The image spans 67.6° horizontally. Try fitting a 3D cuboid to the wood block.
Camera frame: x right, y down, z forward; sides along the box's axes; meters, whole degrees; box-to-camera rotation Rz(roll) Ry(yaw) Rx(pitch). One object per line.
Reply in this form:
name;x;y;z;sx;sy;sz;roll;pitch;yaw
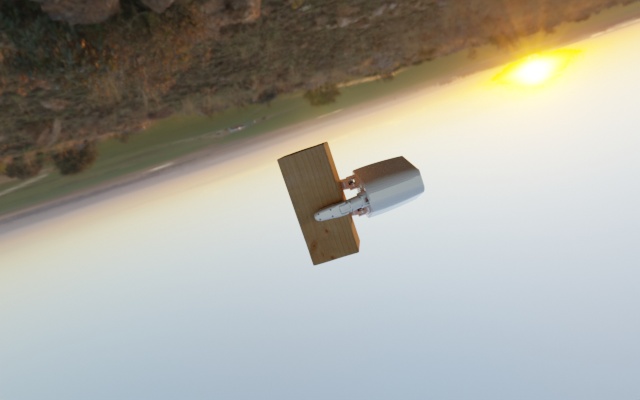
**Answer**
wood block;0.001;0.003;0.894;0.090;0.206;0.091;-18;8;9
